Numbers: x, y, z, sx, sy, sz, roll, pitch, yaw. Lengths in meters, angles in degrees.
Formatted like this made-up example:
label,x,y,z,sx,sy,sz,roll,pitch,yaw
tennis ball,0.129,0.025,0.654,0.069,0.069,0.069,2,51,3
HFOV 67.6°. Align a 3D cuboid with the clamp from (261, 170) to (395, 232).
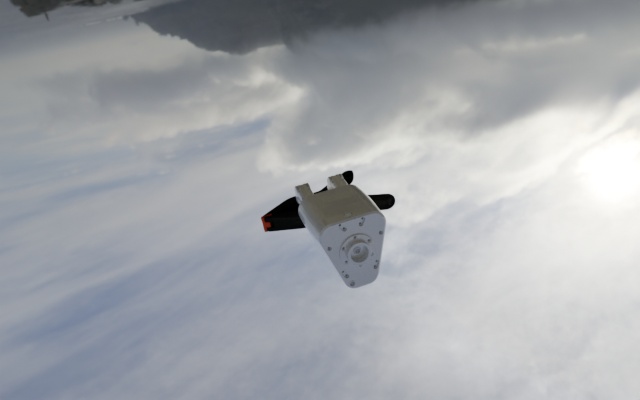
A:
label,x,y,z,sx,sy,sz,roll,pitch,yaw
clamp,0.000,0.004,0.809,0.210,0.036,0.164,-17,23,-10
